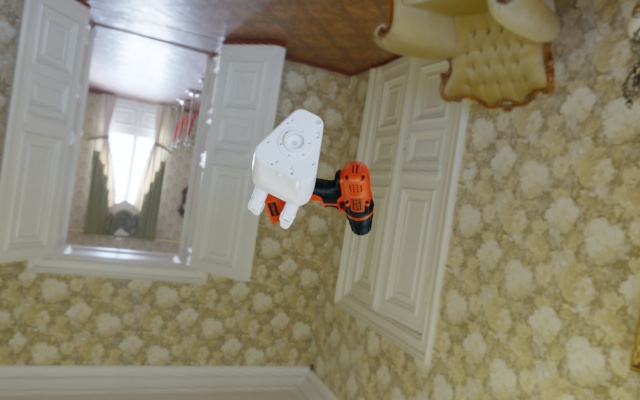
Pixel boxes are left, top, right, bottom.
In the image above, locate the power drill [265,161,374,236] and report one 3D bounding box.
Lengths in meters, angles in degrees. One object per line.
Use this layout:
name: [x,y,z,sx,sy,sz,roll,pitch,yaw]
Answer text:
power drill: [0.000,0.003,0.840,0.187,0.057,0.185,-1,-38,8]
